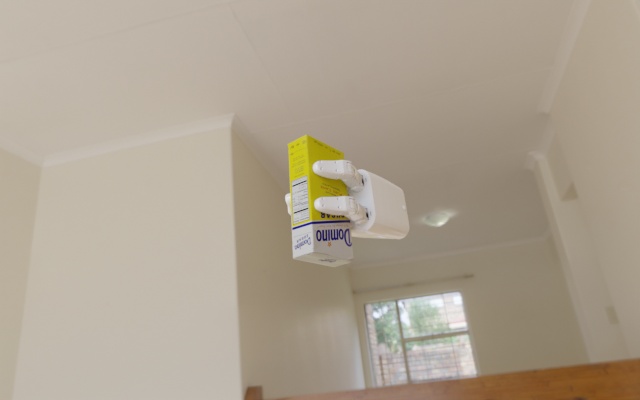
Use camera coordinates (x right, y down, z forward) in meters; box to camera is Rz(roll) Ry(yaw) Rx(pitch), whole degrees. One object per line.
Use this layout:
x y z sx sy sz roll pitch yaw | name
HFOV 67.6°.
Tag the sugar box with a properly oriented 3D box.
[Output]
0.001 0.002 0.693 0.048 0.176 0.093 -22 -26 35 | sugar box
